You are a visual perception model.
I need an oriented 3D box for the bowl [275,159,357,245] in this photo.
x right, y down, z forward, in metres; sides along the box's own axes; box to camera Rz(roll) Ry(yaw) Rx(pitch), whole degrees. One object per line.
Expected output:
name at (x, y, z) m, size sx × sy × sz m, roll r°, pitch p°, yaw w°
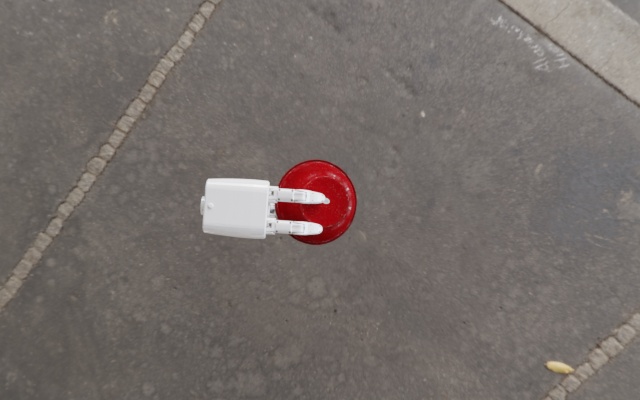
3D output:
bowl at (0.002, 0.003, 0.876) m, size 0.162 × 0.162 × 0.055 m, roll 0°, pitch -1°, yaw -17°
